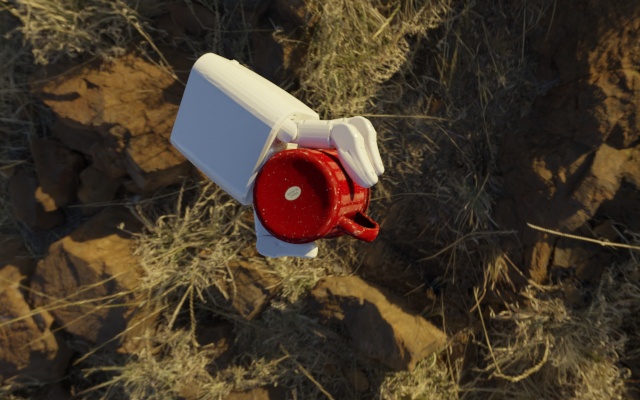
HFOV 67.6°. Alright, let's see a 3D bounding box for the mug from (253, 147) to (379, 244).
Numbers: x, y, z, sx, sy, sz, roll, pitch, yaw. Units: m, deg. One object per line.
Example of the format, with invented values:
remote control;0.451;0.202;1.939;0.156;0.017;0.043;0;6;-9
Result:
mug;0.001;0.002;0.432;0.117;0.093;0.081;36;15;14
